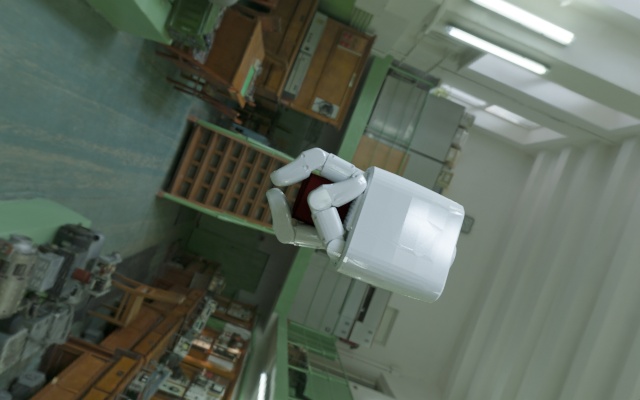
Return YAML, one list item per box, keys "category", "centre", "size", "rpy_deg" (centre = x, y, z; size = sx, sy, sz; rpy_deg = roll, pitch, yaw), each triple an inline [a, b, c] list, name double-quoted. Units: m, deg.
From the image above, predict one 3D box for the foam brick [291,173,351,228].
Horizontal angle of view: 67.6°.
- category: "foam brick"
  centre: [0.000, 0.002, 0.526]
  size: [0.051, 0.053, 0.078]
  rpy_deg: [21, 2, -5]
